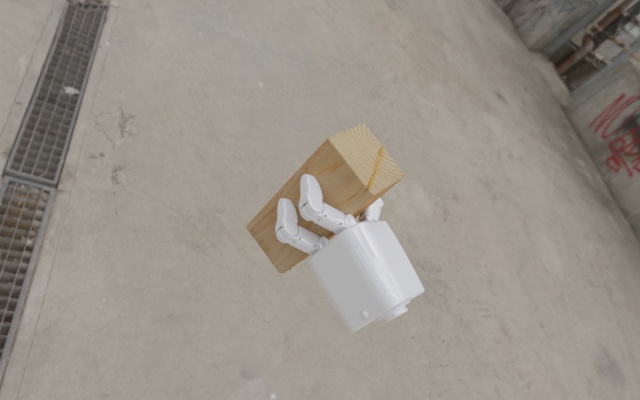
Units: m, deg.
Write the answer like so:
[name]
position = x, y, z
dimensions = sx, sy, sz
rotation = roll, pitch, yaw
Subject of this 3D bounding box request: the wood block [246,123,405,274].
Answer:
[wood block]
position = 0.001, 0.002, 0.646
dimensions = 0.206, 0.090, 0.091
rotation = -43, -9, 39
